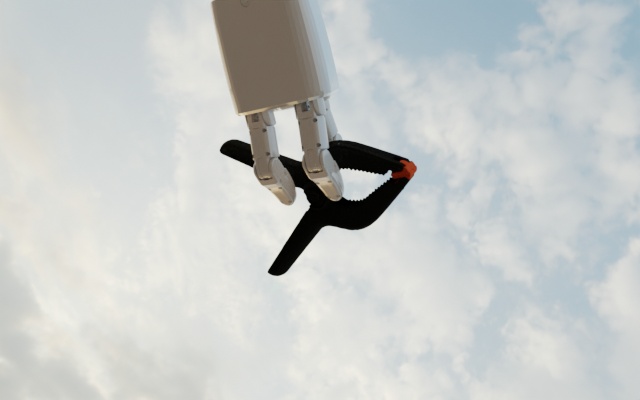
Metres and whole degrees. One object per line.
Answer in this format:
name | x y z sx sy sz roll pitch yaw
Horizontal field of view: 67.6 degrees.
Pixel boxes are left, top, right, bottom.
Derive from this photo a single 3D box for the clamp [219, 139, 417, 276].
clamp | 0.001 0.001 0.503 0.210 0.164 0.036 -6 17 27
